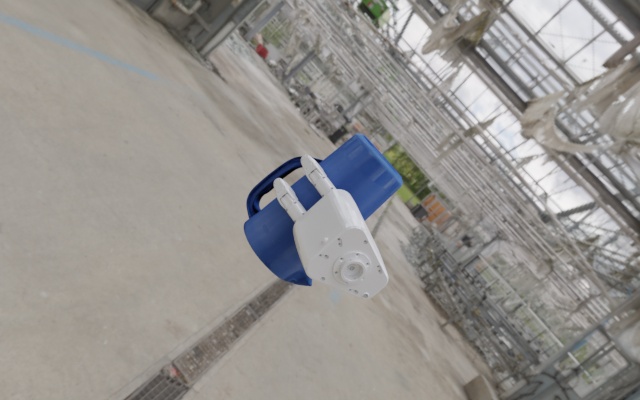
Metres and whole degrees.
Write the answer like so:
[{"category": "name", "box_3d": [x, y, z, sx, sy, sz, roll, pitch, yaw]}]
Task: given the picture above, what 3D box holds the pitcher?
[{"category": "pitcher", "box_3d": [0.000, 0.003, 0.759, 0.149, 0.243, 0.145, 44, 11, -23]}]
